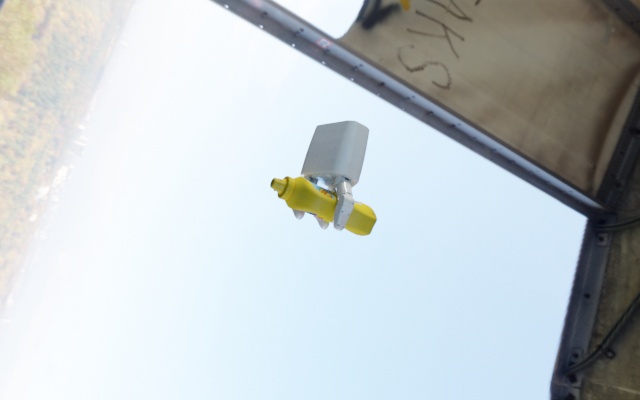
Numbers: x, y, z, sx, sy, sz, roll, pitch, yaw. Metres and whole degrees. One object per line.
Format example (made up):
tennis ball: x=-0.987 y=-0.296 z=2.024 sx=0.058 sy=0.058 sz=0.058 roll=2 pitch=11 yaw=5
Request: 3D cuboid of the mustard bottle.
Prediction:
mustard bottle: x=0.000 y=0.003 z=0.829 sx=0.192 sy=0.058 sz=0.096 roll=23 pitch=7 yaw=-26
